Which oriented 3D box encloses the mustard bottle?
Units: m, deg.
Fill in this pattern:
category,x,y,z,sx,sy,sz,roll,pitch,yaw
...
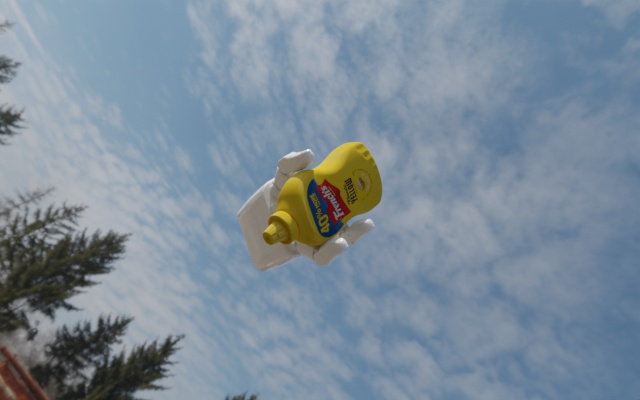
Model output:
category,x,y,z,sx,sy,sz,roll,pitch,yaw
mustard bottle,0.000,0.002,0.614,0.058,0.096,0.191,3,29,46
